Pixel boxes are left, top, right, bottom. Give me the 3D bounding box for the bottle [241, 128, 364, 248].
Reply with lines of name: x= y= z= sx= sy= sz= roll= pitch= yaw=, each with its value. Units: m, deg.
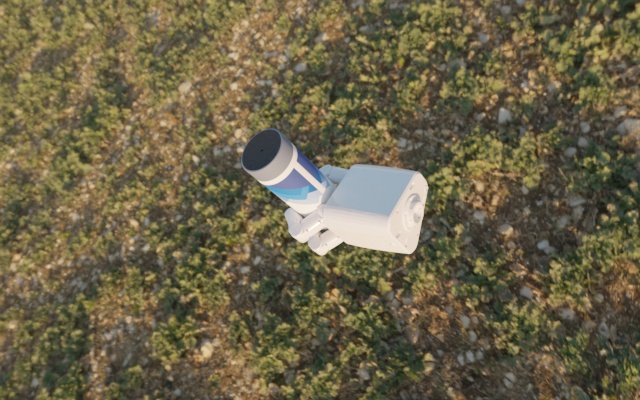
bottle: x=0.000 y=0.002 z=0.716 sx=0.069 sy=0.069 sz=0.296 roll=0 pitch=-27 yaw=35
